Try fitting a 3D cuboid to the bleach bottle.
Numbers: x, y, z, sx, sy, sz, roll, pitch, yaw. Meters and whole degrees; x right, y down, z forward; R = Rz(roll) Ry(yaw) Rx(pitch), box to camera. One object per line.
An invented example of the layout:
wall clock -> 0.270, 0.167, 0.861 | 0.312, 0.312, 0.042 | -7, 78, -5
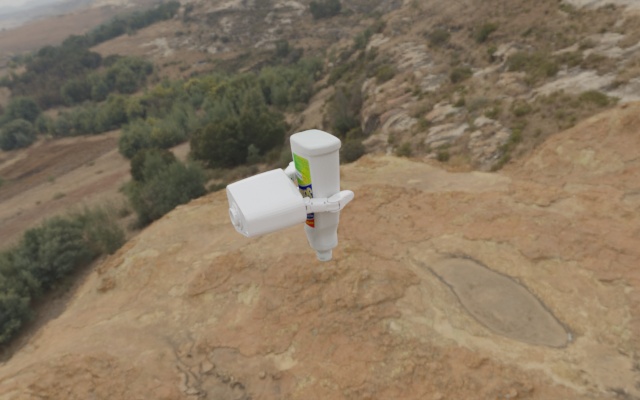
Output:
bleach bottle -> 0.000, 0.003, 0.880 | 0.068, 0.251, 0.102 | -18, 28, -23
